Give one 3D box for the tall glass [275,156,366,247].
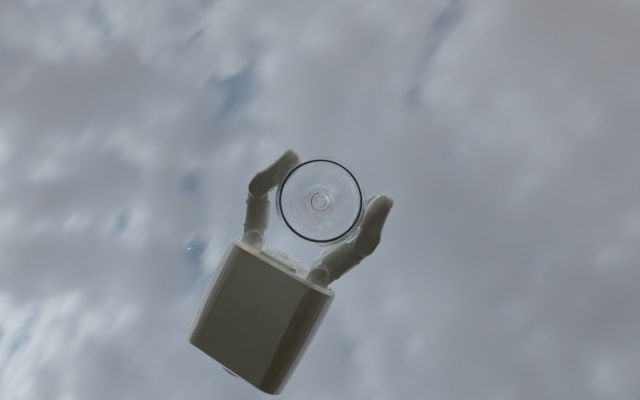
[{"bbox_3d":[0.000,0.001,0.449,0.079,0.079,0.201,0,-1,0],"label":"tall glass"}]
